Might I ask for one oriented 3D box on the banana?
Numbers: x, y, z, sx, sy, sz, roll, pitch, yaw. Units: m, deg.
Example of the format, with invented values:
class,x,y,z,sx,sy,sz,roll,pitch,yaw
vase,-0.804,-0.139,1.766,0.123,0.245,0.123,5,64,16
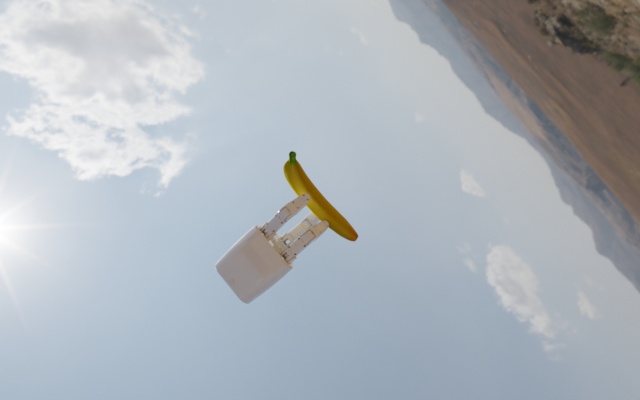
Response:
class,x,y,z,sx,sy,sz,roll,pitch,yaw
banana,-0.008,-0.002,0.844,0.037,0.198,0.069,-43,17,-10
